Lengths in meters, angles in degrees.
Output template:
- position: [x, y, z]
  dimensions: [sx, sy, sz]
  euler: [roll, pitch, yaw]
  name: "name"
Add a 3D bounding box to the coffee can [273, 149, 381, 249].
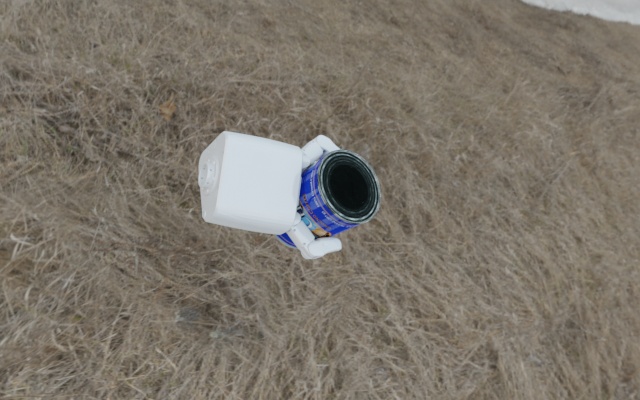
- position: [0.000, 0.002, 0.667]
  dimensions: [0.103, 0.102, 0.140]
  euler: [0, -18, -36]
  name: "coffee can"
